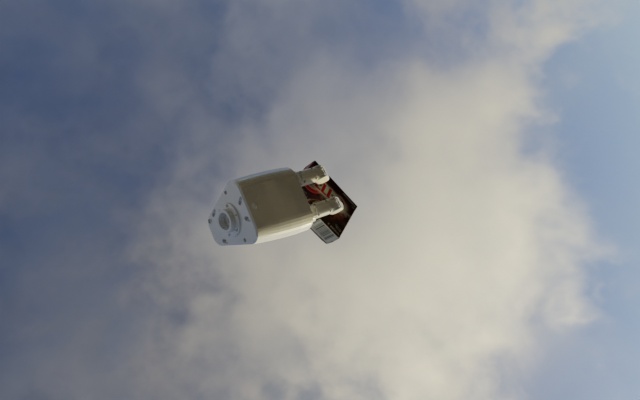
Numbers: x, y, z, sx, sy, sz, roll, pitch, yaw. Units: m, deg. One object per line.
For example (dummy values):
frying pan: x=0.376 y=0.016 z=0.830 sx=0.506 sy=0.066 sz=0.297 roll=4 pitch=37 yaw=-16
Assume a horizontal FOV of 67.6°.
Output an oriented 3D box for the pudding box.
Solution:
pudding box: x=0.000 y=0.003 z=0.791 sx=0.039 sy=0.113 sz=0.090 roll=-30 pitch=18 yaw=42
